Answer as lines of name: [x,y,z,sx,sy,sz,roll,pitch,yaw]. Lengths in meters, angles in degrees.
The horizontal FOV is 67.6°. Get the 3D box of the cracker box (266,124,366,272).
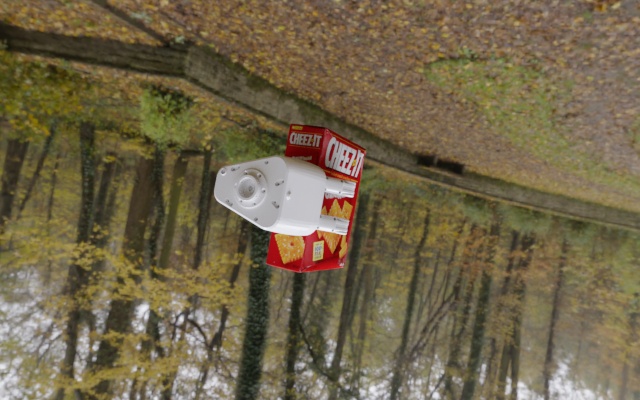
cracker box: [0.000,0.003,0.764,0.072,0.213,0.164,10,-1,27]
